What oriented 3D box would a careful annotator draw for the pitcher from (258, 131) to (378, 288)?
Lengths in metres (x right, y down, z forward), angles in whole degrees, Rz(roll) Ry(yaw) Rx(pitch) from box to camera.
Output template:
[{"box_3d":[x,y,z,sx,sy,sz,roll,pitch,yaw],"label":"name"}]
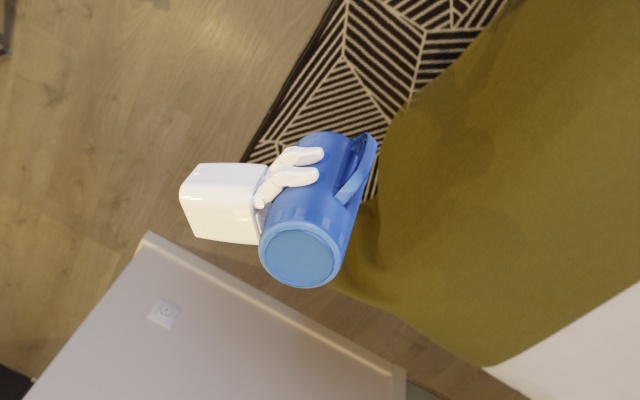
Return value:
[{"box_3d":[0.000,0.002,0.683,0.145,0.149,0.242,5,33,8],"label":"pitcher"}]
